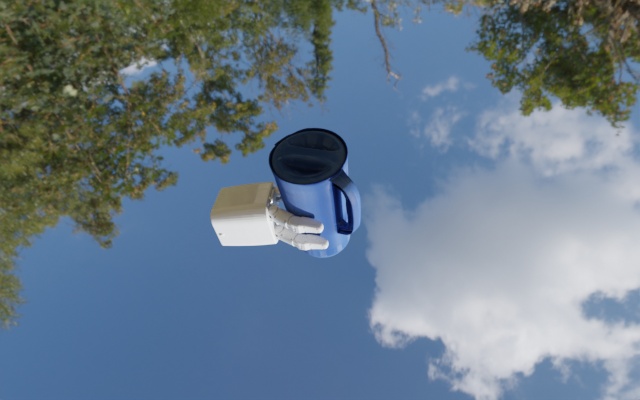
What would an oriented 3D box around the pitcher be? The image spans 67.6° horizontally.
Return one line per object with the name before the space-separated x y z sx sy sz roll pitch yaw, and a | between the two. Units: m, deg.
pitcher | 0.000 0.003 0.870 0.145 0.149 0.243 -5 -41 5
